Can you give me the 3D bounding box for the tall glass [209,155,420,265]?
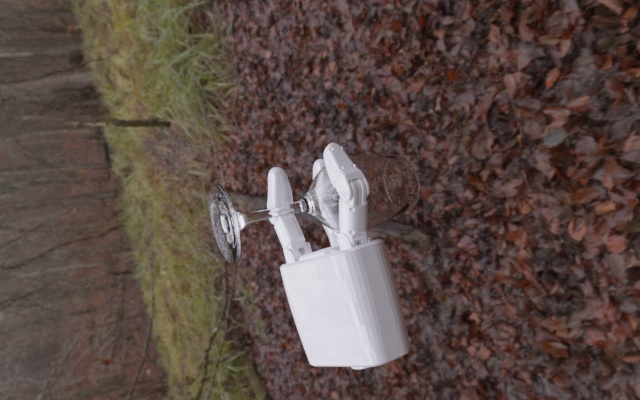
[{"bbox_3d":[-0.001,0.002,0.467,0.201,0.079,0.079,-13,6,-27],"label":"tall glass"}]
